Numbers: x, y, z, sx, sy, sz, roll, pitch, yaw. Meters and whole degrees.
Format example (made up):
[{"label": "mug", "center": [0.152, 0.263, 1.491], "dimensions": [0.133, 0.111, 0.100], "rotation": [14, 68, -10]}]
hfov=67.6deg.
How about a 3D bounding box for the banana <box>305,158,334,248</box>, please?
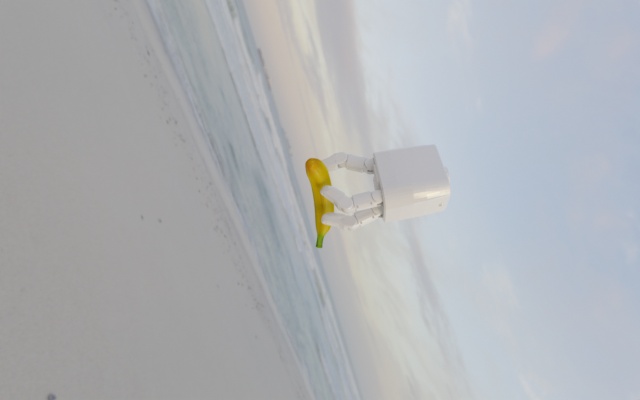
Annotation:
[{"label": "banana", "center": [0.002, -0.008, 0.807], "dimensions": [0.037, 0.198, 0.069], "rotation": [-2, 43, 7]}]
